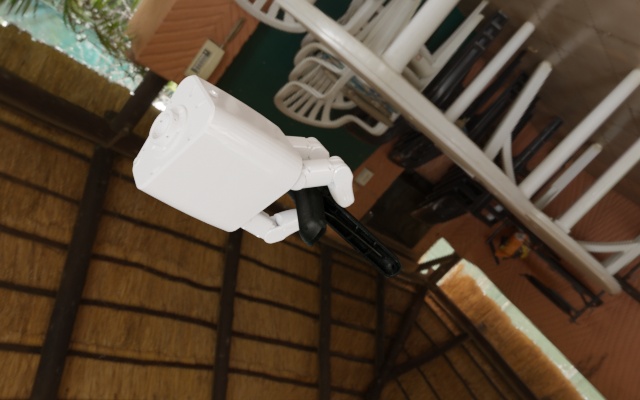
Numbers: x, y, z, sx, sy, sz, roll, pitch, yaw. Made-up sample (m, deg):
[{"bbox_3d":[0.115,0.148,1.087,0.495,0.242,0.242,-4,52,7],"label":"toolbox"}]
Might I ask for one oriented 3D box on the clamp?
[{"bbox_3d":[-0.001,0.002,0.531,0.165,0.036,0.210,32,15,-43],"label":"clamp"}]
